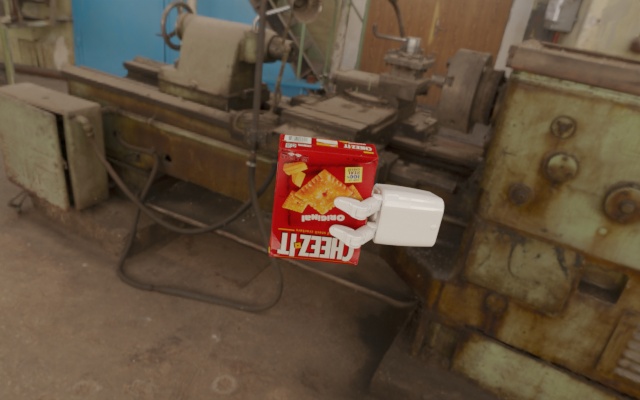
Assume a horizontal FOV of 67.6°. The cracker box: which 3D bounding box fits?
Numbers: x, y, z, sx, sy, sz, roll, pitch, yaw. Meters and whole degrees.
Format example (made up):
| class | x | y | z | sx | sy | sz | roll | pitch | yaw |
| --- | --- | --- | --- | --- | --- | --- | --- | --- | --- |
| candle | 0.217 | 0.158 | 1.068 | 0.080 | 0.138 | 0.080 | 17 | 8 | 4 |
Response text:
| class | x | y | z | sx | sy | sz | roll | pitch | yaw |
| --- | --- | --- | --- | --- | --- | --- | --- | --- | --- |
| cracker box | 0.000 | 0.002 | 0.831 | 0.164 | 0.214 | 0.072 | 6 | 27 | -4 |
